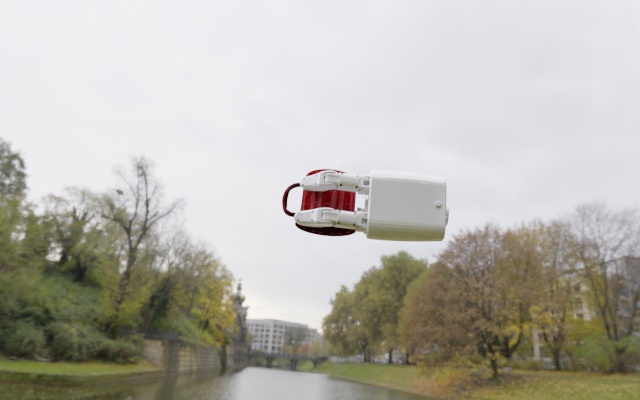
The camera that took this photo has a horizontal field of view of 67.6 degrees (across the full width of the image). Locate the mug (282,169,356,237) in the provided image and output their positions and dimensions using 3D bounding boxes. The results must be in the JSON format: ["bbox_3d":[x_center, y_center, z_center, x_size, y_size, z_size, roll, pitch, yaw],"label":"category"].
[{"bbox_3d":[-0.001,0.002,0.726,0.117,0.081,0.093,5,-19,3],"label":"mug"}]
